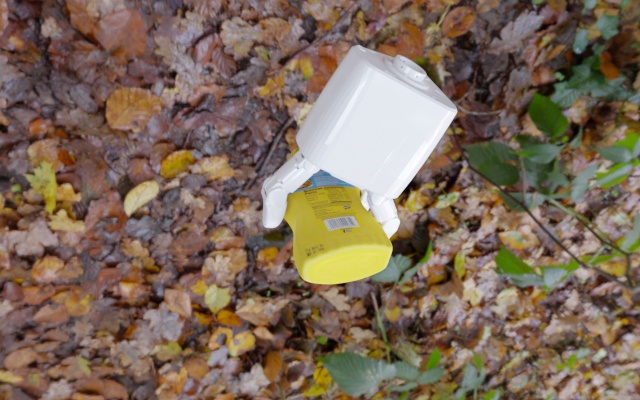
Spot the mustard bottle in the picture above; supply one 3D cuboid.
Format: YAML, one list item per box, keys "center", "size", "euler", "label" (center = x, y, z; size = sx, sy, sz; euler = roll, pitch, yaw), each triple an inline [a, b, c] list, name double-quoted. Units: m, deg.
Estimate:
- center: [0.000, 0.002, 0.532]
  size: [0.096, 0.058, 0.191]
  euler: [-7, 44, -17]
  label: "mustard bottle"
